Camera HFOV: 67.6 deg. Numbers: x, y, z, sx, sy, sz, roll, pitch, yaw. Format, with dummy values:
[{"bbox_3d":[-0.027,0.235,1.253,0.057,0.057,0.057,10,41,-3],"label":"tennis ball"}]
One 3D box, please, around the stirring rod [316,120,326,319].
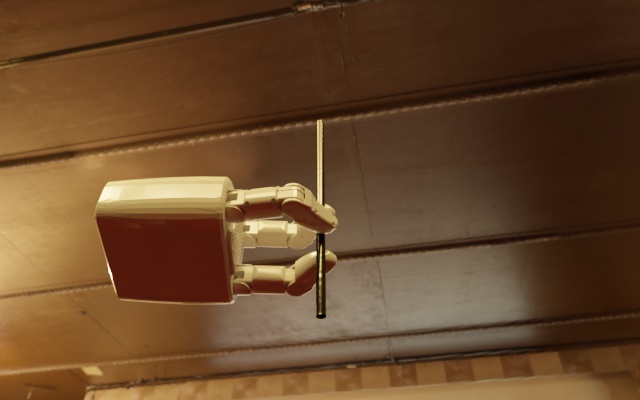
[{"bbox_3d":[0.000,0.002,0.449,0.011,0.239,0.011,0,-43,0],"label":"stirring rod"}]
